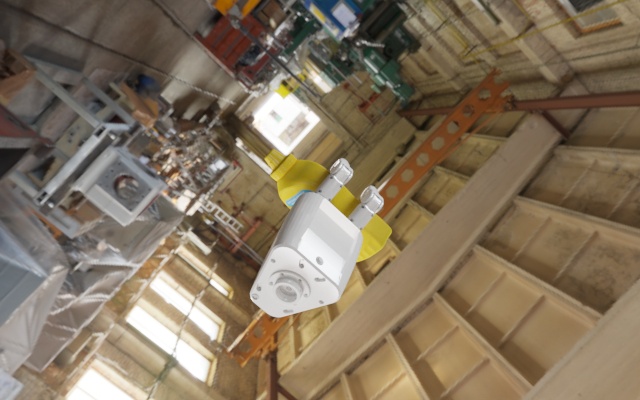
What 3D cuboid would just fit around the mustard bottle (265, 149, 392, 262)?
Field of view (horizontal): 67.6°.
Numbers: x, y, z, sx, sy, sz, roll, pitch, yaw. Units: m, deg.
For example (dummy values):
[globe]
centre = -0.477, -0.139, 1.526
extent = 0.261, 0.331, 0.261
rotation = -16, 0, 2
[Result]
[mustard bottle]
centre = 0.000, 0.002, 0.649
extent = 0.191, 0.058, 0.096
rotation = 42, -31, -11
